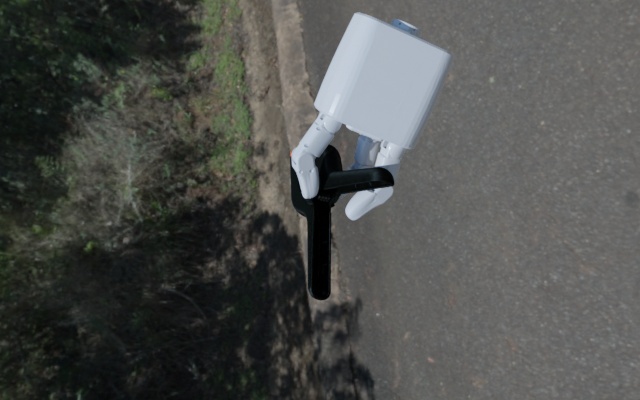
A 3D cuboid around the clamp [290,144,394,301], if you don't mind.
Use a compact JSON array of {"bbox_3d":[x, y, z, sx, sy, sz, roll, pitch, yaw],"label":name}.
[{"bbox_3d":[-0.001,0.001,0.563,0.036,0.164,0.210,15,19,-28],"label":"clamp"}]
